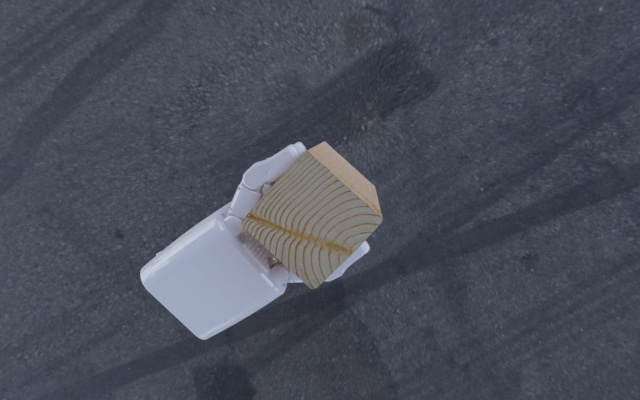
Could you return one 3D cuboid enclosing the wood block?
[{"bbox_3d":[0.000,0.002,0.506,0.091,0.090,0.206,43,10,-3],"label":"wood block"}]
